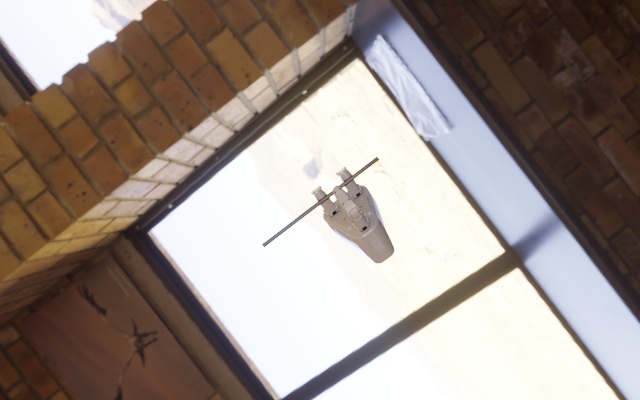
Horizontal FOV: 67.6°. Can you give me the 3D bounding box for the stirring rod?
[{"bbox_3d":[0.000,0.003,0.791,0.239,0.011,0.011,-37,-1,1],"label":"stirring rod"}]
